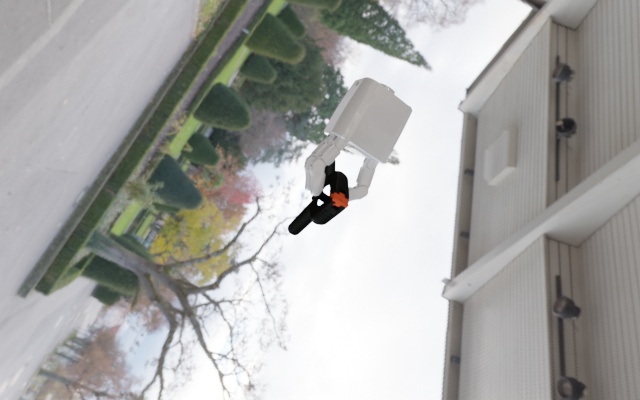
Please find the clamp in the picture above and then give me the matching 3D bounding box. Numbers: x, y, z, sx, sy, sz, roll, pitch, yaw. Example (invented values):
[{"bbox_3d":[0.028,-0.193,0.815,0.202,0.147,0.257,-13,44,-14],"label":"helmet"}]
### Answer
[{"bbox_3d":[0.001,0.003,0.807,0.036,0.164,0.210,27,3,-14],"label":"clamp"}]
